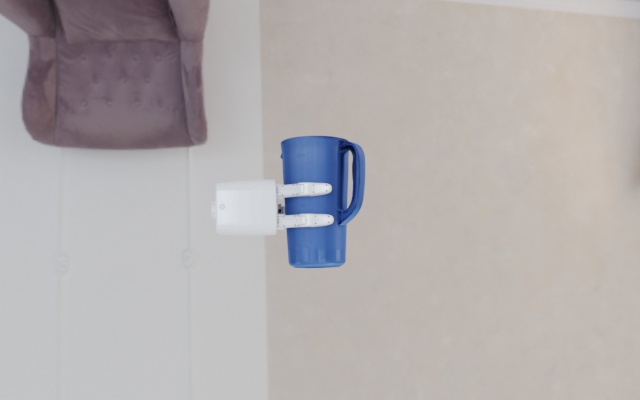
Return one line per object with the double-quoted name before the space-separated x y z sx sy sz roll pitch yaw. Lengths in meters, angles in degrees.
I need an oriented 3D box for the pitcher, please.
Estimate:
"pitcher" 0.000 0.003 0.898 0.145 0.243 0.149 0 -5 -10
